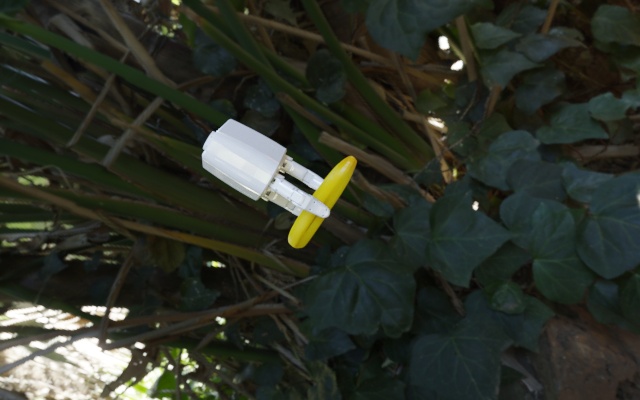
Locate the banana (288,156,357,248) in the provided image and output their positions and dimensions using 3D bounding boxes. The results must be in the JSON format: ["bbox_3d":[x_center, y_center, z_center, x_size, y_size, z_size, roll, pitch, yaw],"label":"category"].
[{"bbox_3d":[-0.006,0.013,0.763,0.037,0.198,0.069,32,30,-3],"label":"banana"}]
